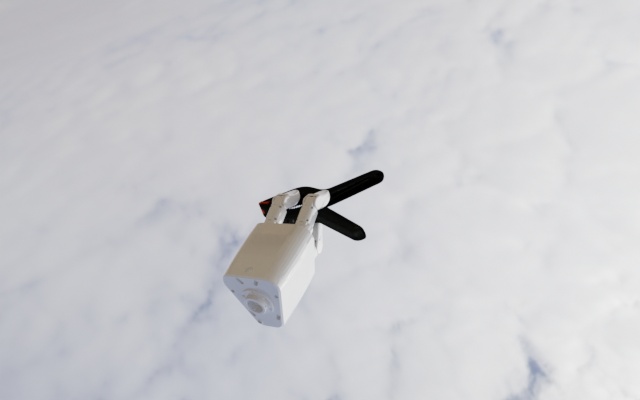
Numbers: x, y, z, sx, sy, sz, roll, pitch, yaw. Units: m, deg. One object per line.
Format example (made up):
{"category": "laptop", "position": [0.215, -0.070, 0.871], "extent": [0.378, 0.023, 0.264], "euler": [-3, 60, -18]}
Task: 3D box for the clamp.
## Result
{"category": "clamp", "position": [0.000, 0.003, 0.784], "extent": [0.210, 0.036, 0.164], "euler": [1, 36, 28]}
